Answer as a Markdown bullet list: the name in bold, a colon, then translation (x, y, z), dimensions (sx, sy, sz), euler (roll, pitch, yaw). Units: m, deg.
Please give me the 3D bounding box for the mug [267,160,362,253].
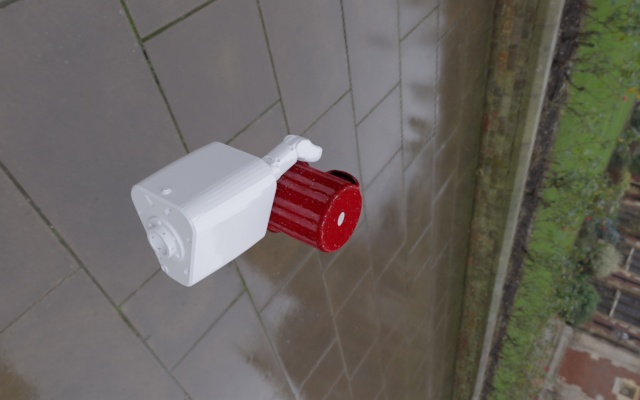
- **mug**: translation (0.001, 0.001, 0.545), dimensions (0.081, 0.093, 0.117), euler (23, 43, 30)
